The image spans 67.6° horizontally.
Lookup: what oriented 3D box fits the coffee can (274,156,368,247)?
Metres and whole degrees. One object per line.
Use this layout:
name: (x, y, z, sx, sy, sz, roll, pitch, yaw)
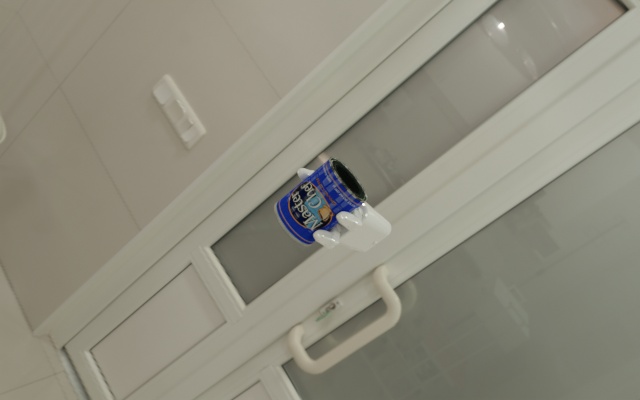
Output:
coffee can: (0.000, 0.003, 0.871, 0.140, 0.102, 0.103, -39, -15, 19)
